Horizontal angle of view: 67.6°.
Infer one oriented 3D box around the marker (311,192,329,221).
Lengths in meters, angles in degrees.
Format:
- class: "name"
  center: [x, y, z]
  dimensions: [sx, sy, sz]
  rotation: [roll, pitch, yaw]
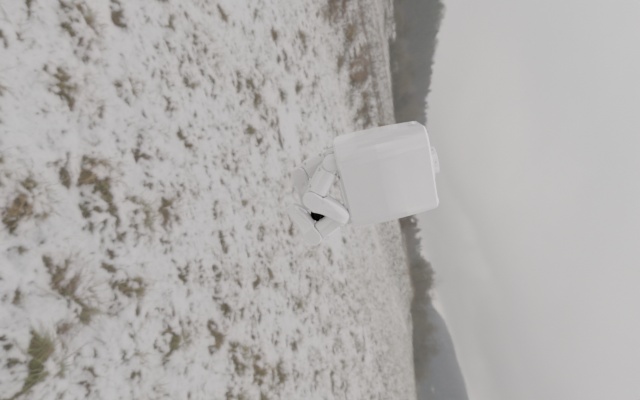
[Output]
- class: "marker"
  center: [0.000, 0.002, 0.641]
  dimensions: [0.020, 0.020, 0.121]
  rotation: [0, 15, 3]
